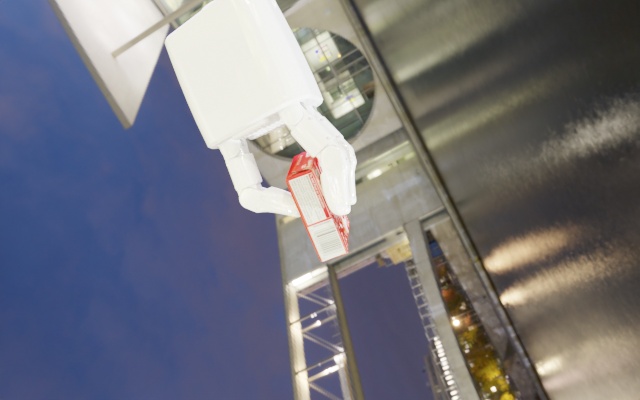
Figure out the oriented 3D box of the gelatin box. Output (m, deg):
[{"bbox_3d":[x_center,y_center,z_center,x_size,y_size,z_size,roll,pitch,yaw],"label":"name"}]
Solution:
[{"bbox_3d":[0.000,0.002,0.453,0.030,0.089,0.073,-19,17,11],"label":"gelatin box"}]
